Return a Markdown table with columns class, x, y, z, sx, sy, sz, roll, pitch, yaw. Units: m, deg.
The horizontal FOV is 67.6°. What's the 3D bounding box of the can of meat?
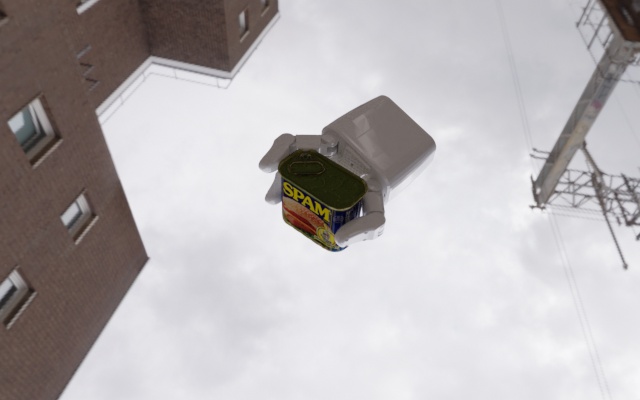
| class | x | y | z | sx | sy | sz | roll | pitch | yaw |
| --- | --- | --- | --- | --- | --- | --- | --- | --- | --- |
| can of meat | 0.000 | 0.002 | 0.553 | 0.102 | 0.084 | 0.057 | 33 | 54 | 24 |
